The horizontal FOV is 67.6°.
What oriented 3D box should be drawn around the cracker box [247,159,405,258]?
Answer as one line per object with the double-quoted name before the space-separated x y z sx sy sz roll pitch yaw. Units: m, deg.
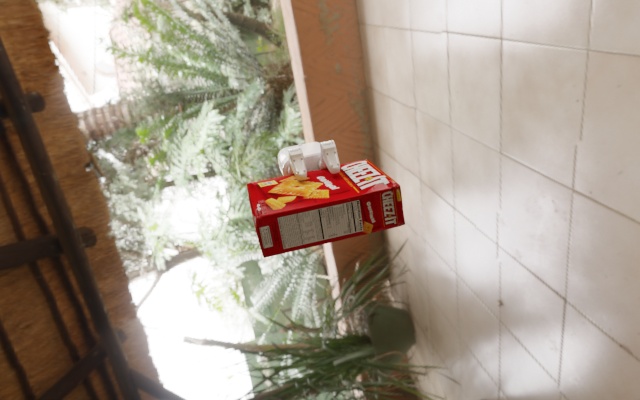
"cracker box" 0.000 0.003 0.741 0.213 0.072 0.164 -13 21 -8
